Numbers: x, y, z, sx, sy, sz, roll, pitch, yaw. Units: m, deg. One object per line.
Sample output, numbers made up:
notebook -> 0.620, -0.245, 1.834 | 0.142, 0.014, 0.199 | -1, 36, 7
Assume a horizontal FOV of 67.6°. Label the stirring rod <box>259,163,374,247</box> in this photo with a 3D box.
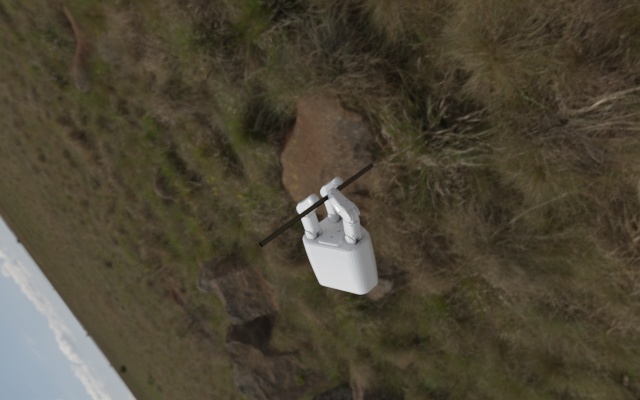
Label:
stirring rod -> 0.000, 0.002, 0.746 | 0.239, 0.011, 0.011 | -35, 18, -28
